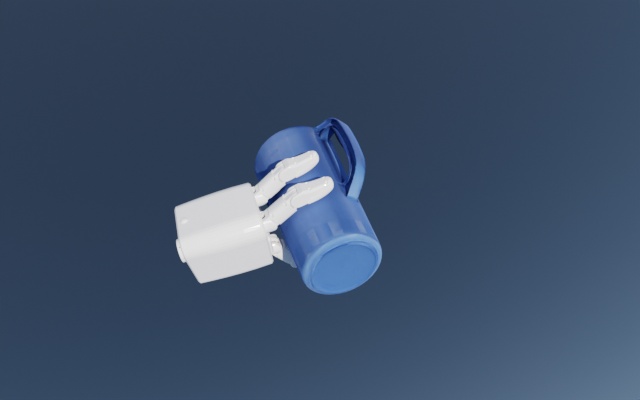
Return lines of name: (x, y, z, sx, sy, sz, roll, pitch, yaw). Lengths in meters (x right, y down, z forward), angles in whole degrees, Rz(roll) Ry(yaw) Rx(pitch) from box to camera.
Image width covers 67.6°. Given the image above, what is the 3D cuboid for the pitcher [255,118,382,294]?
pitcher: (0.000, 0.002, 0.675, 0.145, 0.149, 0.242, -16, 43, -9)
